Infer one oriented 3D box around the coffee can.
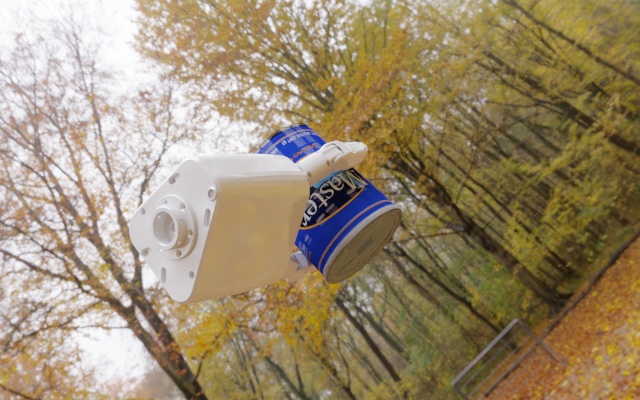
[{"bbox_3d":[0.000,0.002,0.501,0.140,0.103,0.103,45,21,23],"label":"coffee can"}]
